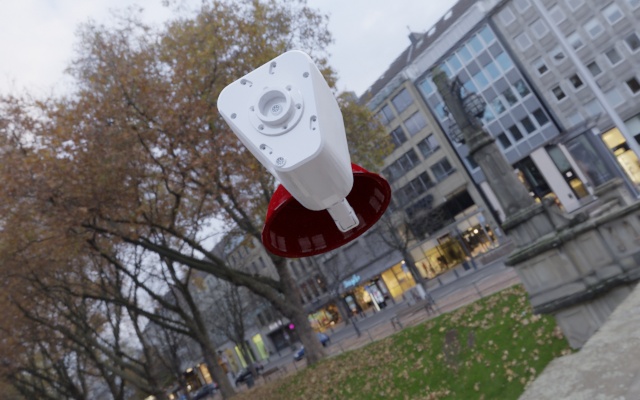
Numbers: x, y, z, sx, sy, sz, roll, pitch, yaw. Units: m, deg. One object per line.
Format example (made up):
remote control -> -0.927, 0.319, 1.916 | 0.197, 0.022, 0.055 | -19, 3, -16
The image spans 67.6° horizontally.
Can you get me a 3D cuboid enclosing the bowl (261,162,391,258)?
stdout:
bowl -> 0.000, 0.002, 0.570 | 0.162, 0.055, 0.162 | -18, -33, -12
